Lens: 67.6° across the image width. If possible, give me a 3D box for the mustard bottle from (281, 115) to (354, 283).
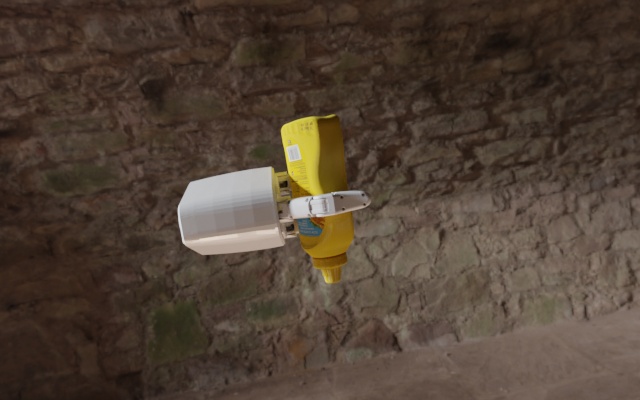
[{"bbox_3d":[0.000,0.002,0.558,0.058,0.191,0.096,-11,5,-28],"label":"mustard bottle"}]
